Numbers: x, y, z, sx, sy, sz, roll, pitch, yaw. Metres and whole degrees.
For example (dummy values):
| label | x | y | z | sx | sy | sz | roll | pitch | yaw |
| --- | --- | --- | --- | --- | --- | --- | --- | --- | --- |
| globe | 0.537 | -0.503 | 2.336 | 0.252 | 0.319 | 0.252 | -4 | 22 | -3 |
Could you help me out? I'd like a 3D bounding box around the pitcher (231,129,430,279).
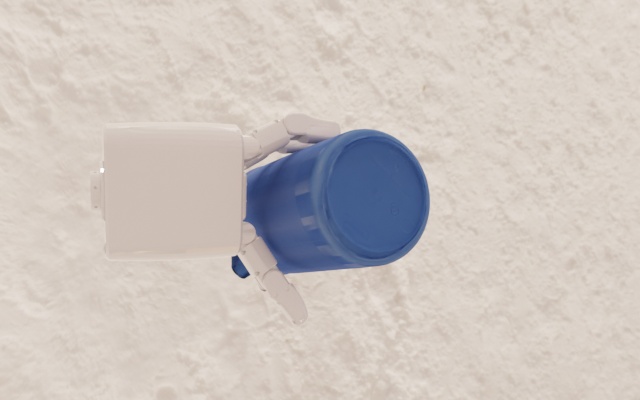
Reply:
| label | x | y | z | sx | sy | sz | roll | pitch | yaw |
| --- | --- | --- | --- | --- | --- | --- | --- | --- | --- |
| pitcher | 0.000 | 0.002 | 0.473 | 0.145 | 0.149 | 0.243 | -2 | -6 | -25 |
